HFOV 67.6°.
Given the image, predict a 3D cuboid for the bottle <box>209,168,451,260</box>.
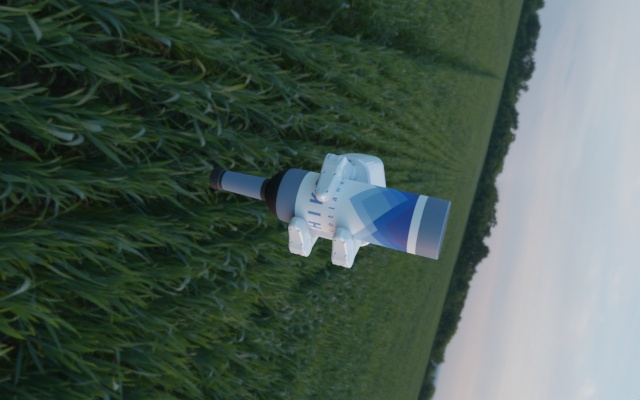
[{"bbox_3d":[0.000,0.002,0.572,0.295,0.069,0.069,13,4,18],"label":"bottle"}]
